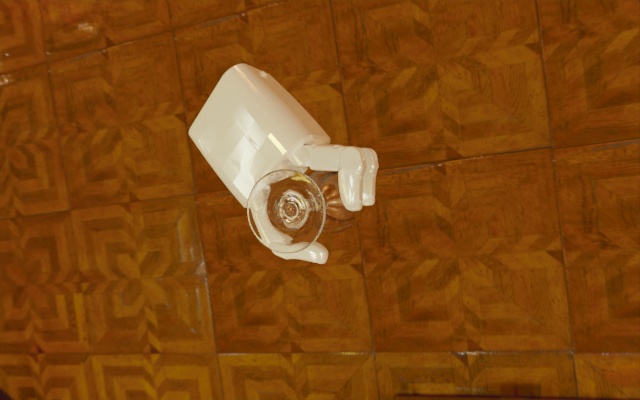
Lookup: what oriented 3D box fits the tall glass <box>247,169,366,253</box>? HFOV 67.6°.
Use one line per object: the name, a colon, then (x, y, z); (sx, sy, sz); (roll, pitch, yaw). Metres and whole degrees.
tall glass: (0.000, 0.002, 0.508); (0.079, 0.079, 0.201); (0, 4, 18)
